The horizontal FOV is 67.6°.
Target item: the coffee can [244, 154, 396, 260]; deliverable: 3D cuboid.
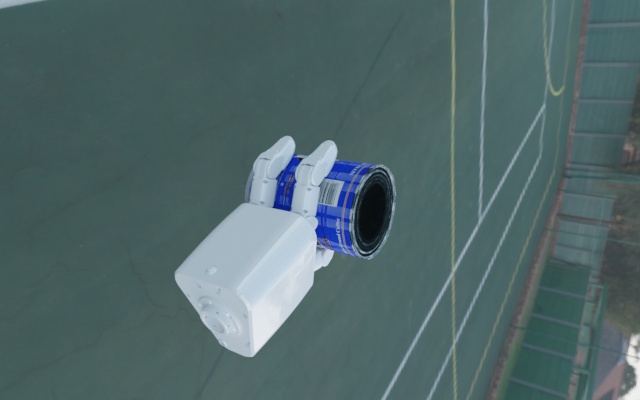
[{"bbox_3d":[0.000,0.002,0.541,0.140,0.103,0.103,11,5,31],"label":"coffee can"}]
